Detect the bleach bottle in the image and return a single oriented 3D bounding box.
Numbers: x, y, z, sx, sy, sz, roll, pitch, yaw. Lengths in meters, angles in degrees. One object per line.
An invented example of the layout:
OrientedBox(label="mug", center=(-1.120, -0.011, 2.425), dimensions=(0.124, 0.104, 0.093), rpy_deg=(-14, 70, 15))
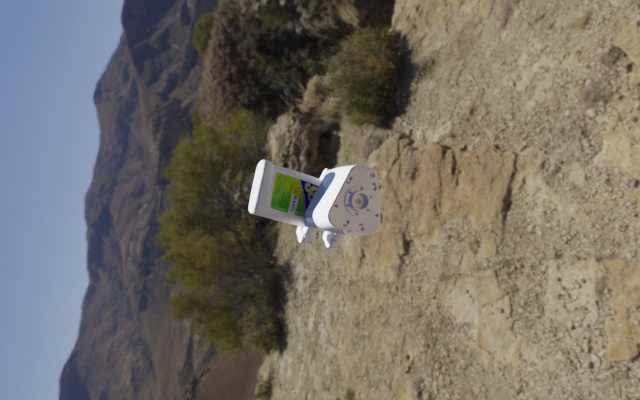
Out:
OrientedBox(label="bleach bottle", center=(0.000, 0.003, 0.885), dimensions=(0.251, 0.102, 0.068), rpy_deg=(13, -5, -19))
